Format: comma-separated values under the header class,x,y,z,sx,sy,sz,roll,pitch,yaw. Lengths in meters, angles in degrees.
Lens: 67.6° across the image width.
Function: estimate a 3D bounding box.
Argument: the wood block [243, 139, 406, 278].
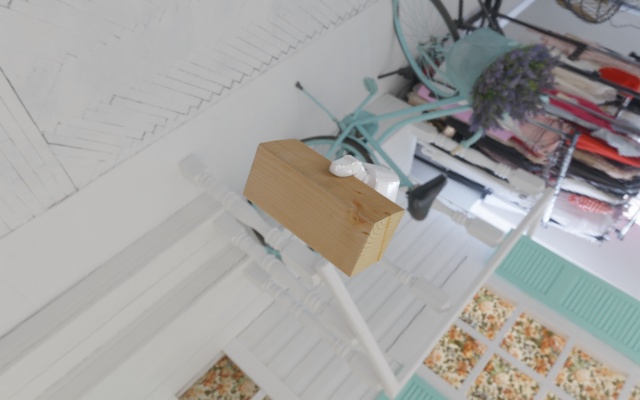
class,x,y,z,sx,sy,sz,roll,pitch,yaw
wood block,0.001,0.002,0.673,0.206,0.091,0.090,35,28,25
